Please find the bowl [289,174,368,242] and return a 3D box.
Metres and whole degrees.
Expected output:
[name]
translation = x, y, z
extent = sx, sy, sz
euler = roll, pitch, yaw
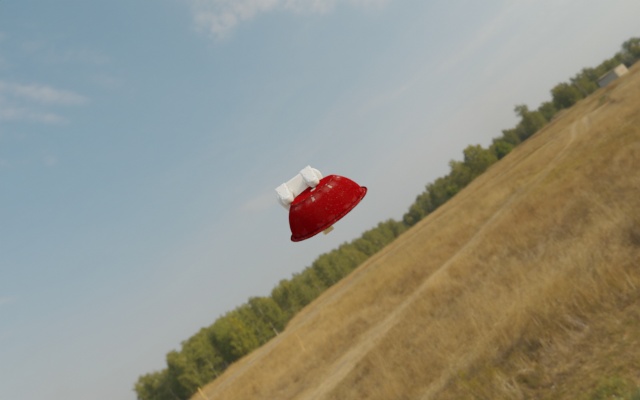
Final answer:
[bowl]
translation = 0.000, 0.002, 0.829
extent = 0.162, 0.055, 0.162
euler = -33, 11, 8
